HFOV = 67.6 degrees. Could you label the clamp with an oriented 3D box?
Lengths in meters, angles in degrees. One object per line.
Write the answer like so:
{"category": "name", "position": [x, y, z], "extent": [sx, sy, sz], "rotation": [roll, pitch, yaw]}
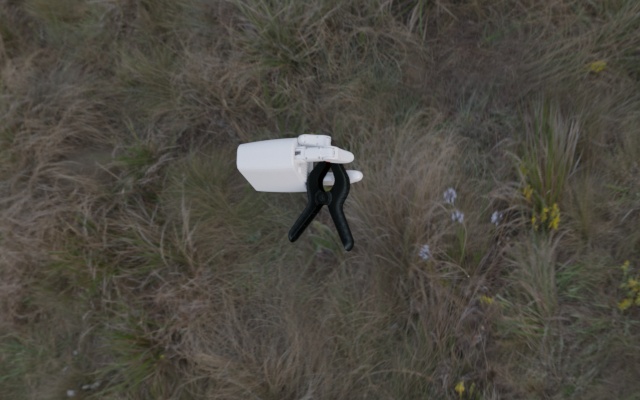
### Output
{"category": "clamp", "position": [0.000, 0.002, 0.826], "extent": [0.120, 0.171, 0.039], "rotation": [-2, -9, 17]}
